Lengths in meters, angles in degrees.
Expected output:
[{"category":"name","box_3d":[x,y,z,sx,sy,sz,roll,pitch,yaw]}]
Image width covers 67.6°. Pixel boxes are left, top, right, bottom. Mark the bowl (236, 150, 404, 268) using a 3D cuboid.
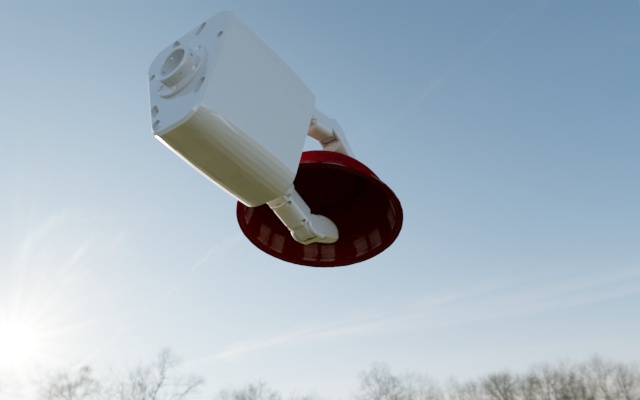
[{"category":"bowl","box_3d":[0.001,0.002,0.479,0.162,0.055,0.162,2,-41,2]}]
